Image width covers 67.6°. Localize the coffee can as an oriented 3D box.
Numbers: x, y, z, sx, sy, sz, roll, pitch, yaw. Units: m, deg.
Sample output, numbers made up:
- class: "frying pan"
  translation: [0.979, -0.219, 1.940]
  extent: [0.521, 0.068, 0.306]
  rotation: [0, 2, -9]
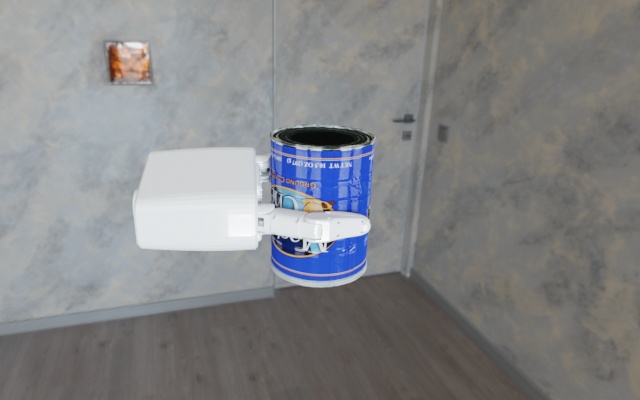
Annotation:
- class: "coffee can"
  translation: [0.000, 0.002, 0.485]
  extent: [0.103, 0.140, 0.102]
  rotation: [2, 20, -1]
